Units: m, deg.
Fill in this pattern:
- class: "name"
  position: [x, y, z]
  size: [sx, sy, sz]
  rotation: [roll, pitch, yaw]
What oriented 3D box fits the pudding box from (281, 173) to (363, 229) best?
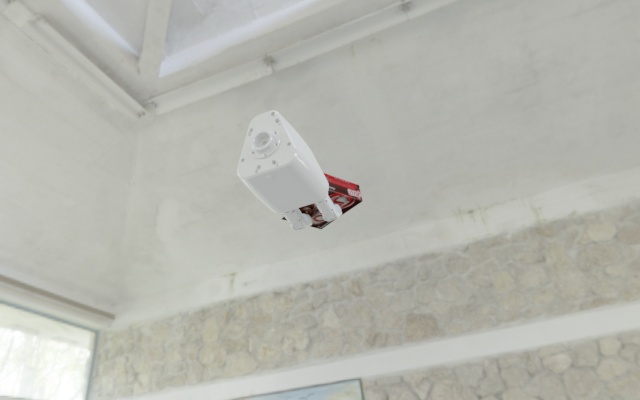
- class: "pudding box"
  position: [0.000, 0.002, 0.804]
  size: [0.090, 0.039, 0.113]
  rotation: [17, -37, -36]
